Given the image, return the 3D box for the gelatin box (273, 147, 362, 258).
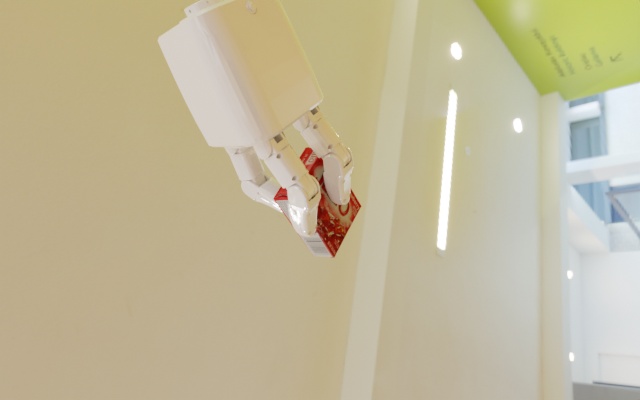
[{"bbox_3d":[0.000,0.002,0.477,0.030,0.073,0.089,-1,-46,38],"label":"gelatin box"}]
